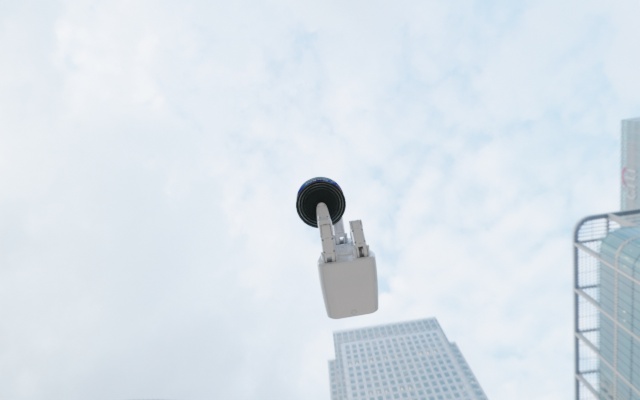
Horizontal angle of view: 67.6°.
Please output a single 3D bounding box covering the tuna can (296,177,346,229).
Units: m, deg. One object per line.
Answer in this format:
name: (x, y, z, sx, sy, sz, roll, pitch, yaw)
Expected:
tuna can: (0.000, 0.002, 0.821, 0.086, 0.086, 0.033, 0, 19, -3)
